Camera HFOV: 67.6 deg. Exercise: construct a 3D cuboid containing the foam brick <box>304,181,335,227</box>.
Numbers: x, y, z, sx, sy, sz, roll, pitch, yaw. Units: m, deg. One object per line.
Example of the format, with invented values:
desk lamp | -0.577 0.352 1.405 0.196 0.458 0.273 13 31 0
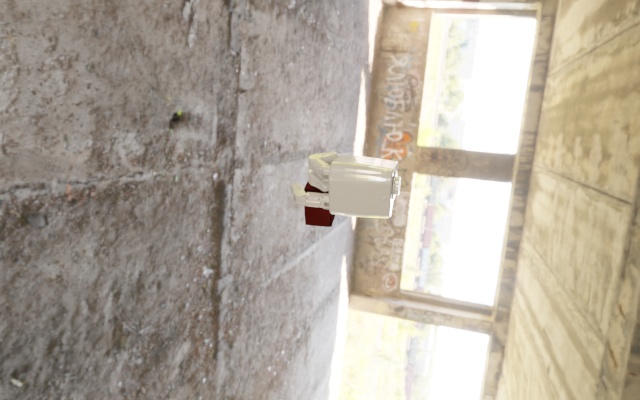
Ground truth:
foam brick | 0.000 0.003 0.886 0.051 0.078 0.053 5 32 10
